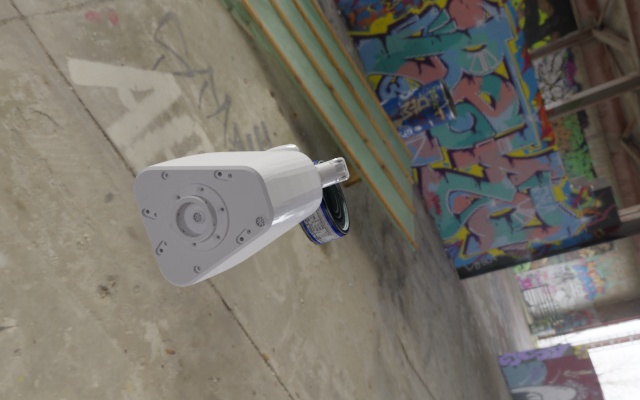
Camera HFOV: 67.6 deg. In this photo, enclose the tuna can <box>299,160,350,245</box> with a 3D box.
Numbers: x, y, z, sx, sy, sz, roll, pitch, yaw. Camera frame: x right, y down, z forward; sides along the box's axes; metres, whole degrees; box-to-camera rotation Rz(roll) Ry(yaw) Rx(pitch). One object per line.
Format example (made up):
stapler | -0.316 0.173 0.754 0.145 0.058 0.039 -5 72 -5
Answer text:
tuna can | 0.001 0.001 0.505 0.034 0.086 0.086 -20 -6 16
